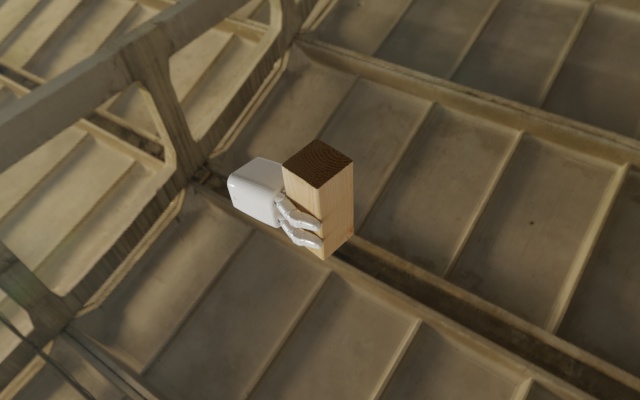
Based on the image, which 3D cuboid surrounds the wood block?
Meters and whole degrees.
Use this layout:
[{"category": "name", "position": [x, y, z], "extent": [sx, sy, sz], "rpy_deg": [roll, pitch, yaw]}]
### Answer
[{"category": "wood block", "position": [0.000, 0.003, 0.881], "extent": [0.090, 0.206, 0.090], "rpy_deg": [34, 60, 28]}]
